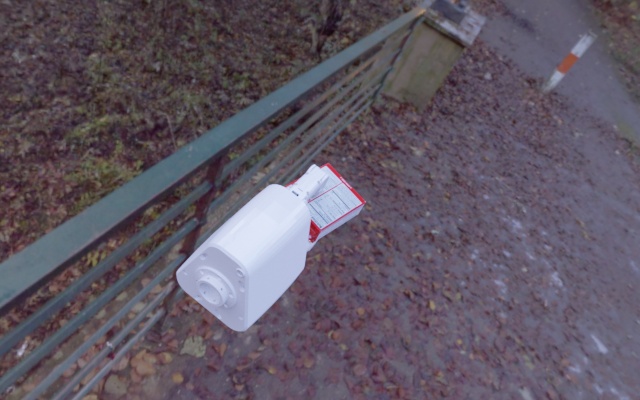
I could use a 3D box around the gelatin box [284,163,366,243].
[{"bbox_3d":[0.000,0.002,0.590,0.089,0.073,0.030,-31,-20,-37],"label":"gelatin box"}]
